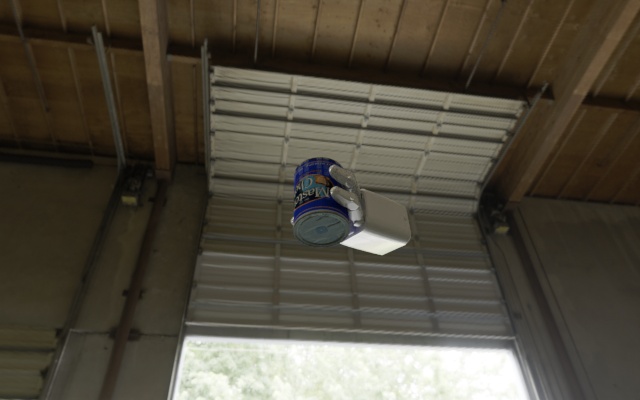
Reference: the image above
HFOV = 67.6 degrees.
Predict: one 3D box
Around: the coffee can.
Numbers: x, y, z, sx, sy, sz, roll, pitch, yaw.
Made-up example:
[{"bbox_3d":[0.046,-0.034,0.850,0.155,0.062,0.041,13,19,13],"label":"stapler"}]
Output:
[{"bbox_3d":[0.000,0.003,0.897,0.103,0.140,0.103,-1,-42,-1],"label":"coffee can"}]
